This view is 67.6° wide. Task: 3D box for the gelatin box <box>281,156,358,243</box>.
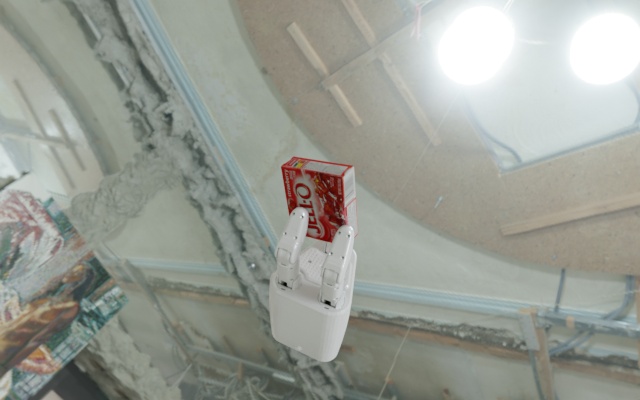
[{"bbox_3d":[0.000,0.001,0.512,0.073,0.089,0.030,12,35,27],"label":"gelatin box"}]
